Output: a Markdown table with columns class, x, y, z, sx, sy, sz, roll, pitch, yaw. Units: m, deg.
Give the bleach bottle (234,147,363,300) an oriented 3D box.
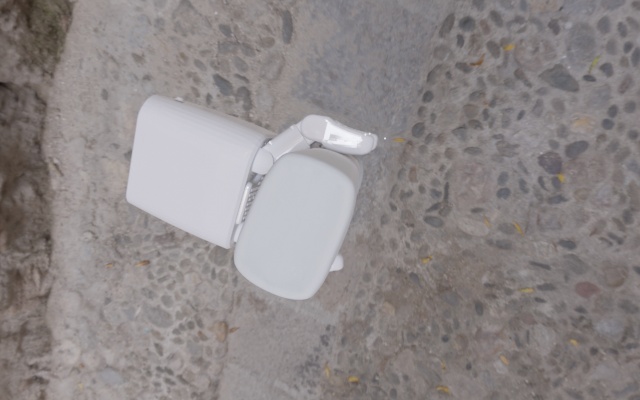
| class | x | y | z | sx | sy | sz | roll | pitch | yaw |
| --- | --- | --- | --- | --- | --- | --- | --- | --- | --- |
| bleach bottle | 0.000 | 0.001 | 0.440 | 0.068 | 0.102 | 0.251 | 25 | 10 | 4 |
